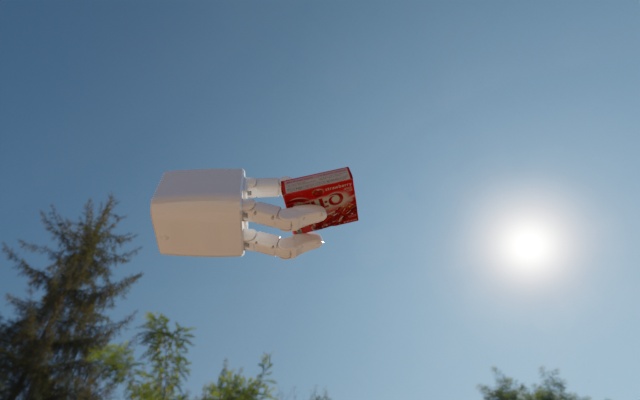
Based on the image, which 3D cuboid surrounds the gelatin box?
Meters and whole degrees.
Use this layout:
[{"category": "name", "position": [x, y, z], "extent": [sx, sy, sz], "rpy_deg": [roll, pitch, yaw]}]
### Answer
[{"category": "gelatin box", "position": [0.000, 0.002, 0.604], "extent": [0.089, 0.073, 0.030], "rpy_deg": [-13, 42, -1]}]
